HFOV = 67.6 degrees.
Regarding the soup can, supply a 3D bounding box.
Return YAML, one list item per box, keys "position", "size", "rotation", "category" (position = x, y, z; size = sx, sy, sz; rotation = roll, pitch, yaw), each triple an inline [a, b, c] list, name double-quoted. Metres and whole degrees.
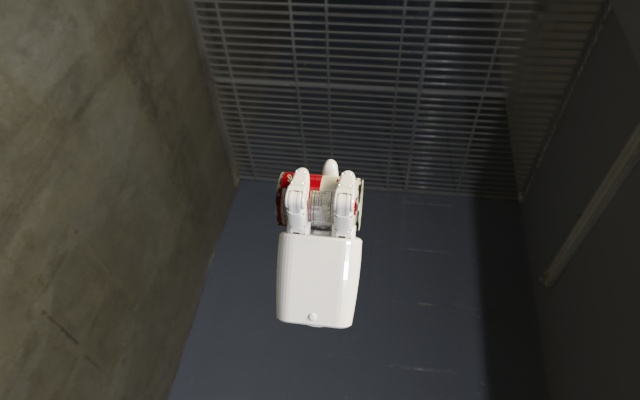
- position: [0.000, 0.001, 0.597]
  size: [0.102, 0.068, 0.068]
  rotation: [5, 0, 7]
  category: "soup can"
